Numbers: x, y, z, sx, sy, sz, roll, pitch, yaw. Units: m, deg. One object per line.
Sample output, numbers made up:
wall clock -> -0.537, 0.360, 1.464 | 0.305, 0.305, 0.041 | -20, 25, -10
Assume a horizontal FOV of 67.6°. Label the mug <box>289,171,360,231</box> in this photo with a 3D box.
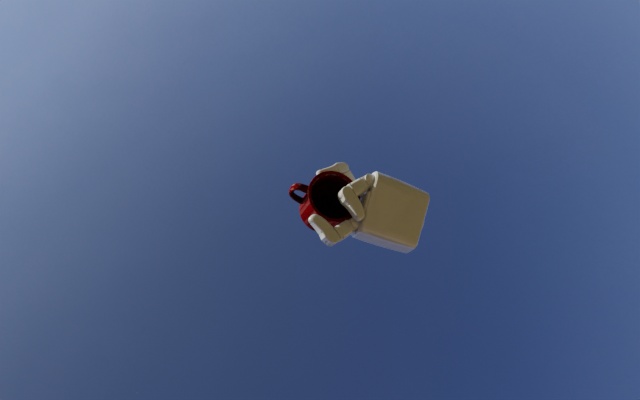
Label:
mug -> -0.001, 0.002, 0.830 | 0.117, 0.093, 0.081 | 19, -26, -11
